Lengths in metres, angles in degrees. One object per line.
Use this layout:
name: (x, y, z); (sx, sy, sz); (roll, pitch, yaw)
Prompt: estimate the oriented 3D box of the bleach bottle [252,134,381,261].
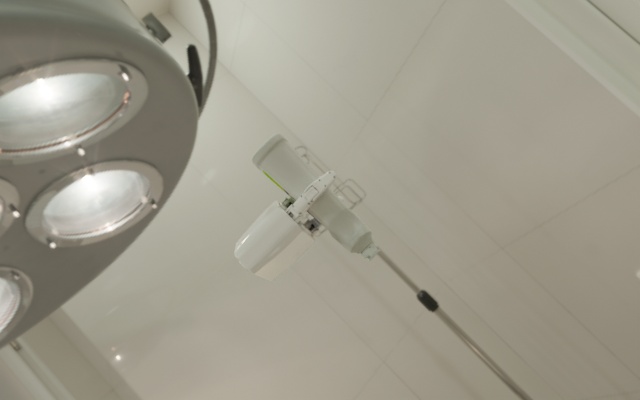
bleach bottle: (0.000, 0.003, 0.791); (0.251, 0.068, 0.102); (45, -1, 7)
